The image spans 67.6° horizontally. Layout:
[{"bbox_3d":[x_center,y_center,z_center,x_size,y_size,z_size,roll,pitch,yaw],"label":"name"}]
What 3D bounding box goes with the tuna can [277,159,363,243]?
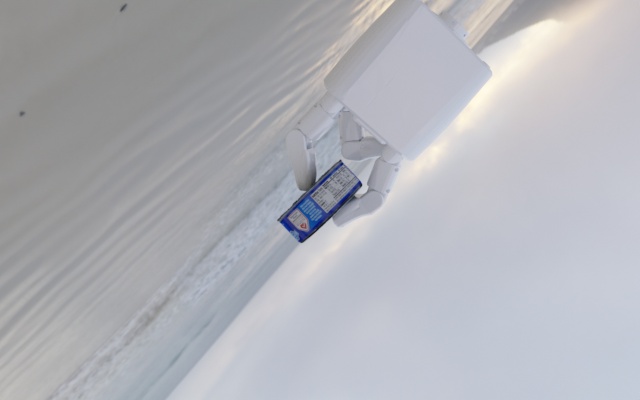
[{"bbox_3d":[0.000,0.002,0.462,0.086,0.034,0.086,-44,0,0],"label":"tuna can"}]
